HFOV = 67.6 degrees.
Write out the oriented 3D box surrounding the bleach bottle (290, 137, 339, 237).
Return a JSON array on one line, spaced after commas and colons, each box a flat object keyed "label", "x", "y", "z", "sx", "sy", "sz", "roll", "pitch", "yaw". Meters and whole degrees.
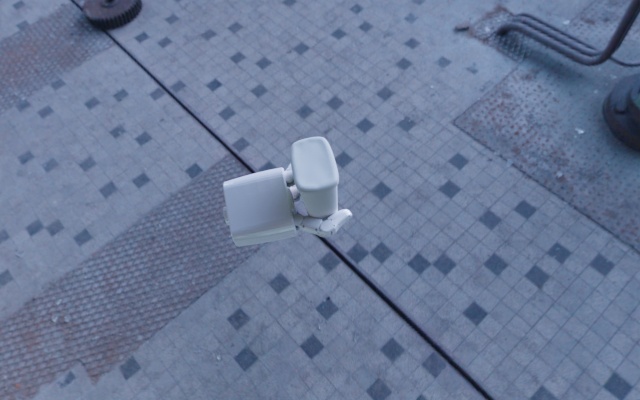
[{"label": "bleach bottle", "x": 0.000, "y": 0.003, "z": 0.825, "sx": 0.068, "sy": 0.102, "sz": 0.251, "roll": -12, "pitch": -30, "yaw": -1}]
